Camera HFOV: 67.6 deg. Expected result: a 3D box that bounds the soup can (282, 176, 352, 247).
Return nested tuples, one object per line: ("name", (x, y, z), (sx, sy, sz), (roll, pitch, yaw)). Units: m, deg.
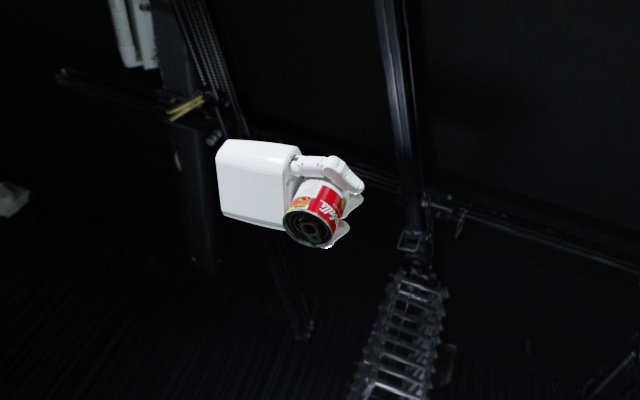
("soup can", (0.001, 0.002, 0.632), (0.068, 0.068, 0.102), (0, 43, 28))
